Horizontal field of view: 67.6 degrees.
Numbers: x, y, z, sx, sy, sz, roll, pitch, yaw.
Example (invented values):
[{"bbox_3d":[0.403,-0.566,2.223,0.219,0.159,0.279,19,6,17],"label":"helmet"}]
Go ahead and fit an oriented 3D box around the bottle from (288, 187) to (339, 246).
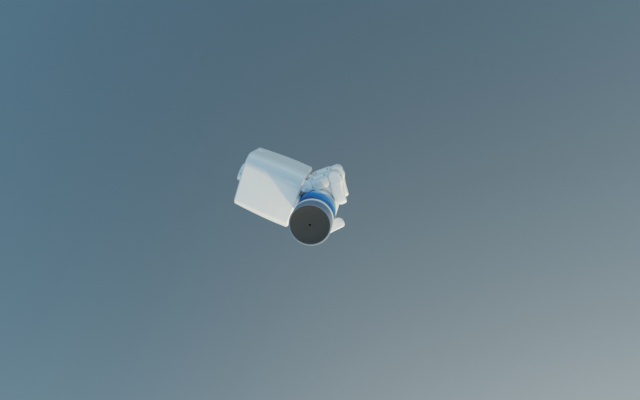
[{"bbox_3d":[0.000,0.003,0.864,0.069,0.069,0.295,0,14,7],"label":"bottle"}]
